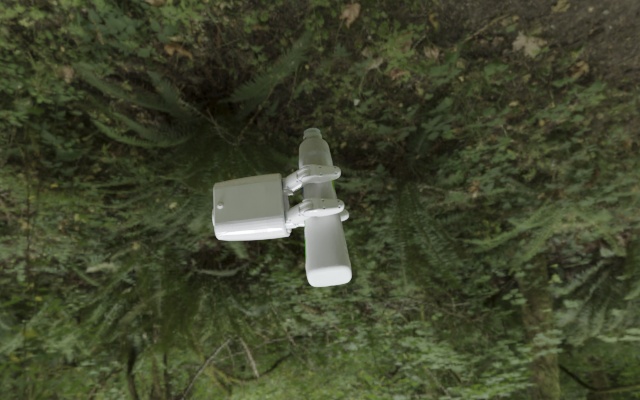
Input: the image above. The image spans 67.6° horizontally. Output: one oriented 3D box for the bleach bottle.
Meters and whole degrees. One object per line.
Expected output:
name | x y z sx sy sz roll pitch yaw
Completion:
bleach bottle | 0.000 0.002 0.763 0.068 0.250 0.103 -7 -23 1
